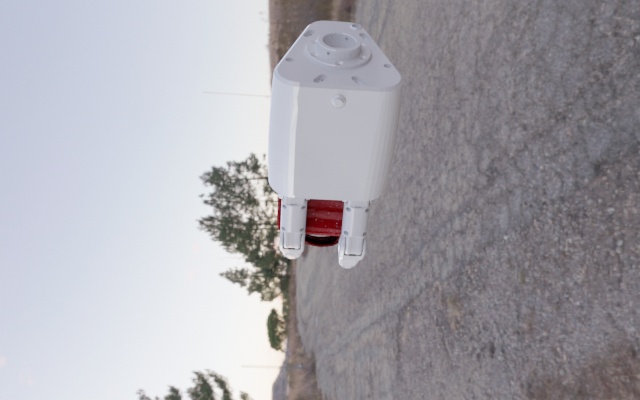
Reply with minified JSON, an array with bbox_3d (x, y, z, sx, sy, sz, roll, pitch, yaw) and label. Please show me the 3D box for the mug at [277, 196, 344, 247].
[{"bbox_3d":[0.000,0.003,0.478,0.081,0.117,0.093,4,43,-2],"label":"mug"}]
